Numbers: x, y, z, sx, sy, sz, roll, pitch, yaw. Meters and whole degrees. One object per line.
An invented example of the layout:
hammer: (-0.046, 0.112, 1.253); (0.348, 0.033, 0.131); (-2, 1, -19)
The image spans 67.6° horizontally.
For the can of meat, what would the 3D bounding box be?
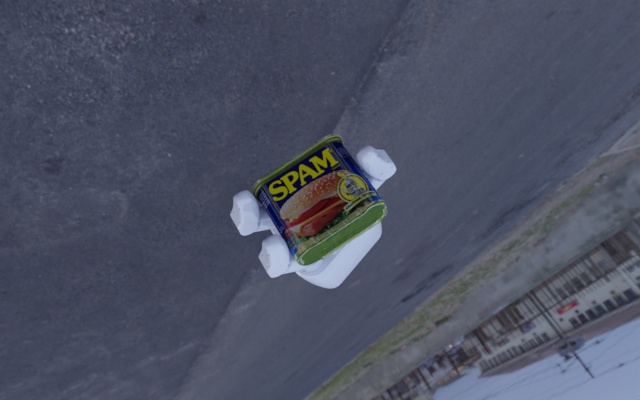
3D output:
can of meat: (0.000, 0.002, 0.451); (0.102, 0.084, 0.057); (-33, -22, -2)
